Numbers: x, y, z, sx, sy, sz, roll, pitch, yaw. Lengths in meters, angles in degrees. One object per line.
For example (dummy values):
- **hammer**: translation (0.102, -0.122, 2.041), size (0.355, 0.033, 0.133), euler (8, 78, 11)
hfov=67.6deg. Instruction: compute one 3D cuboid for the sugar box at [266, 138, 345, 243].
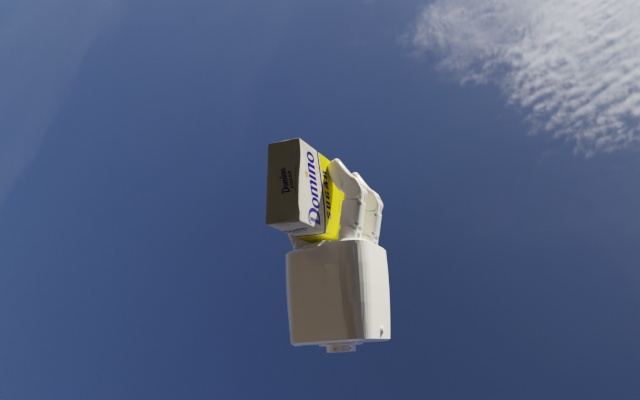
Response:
- **sugar box**: translation (0.001, 0.002, 0.565), size (0.048, 0.093, 0.176), euler (-7, -18, 23)
